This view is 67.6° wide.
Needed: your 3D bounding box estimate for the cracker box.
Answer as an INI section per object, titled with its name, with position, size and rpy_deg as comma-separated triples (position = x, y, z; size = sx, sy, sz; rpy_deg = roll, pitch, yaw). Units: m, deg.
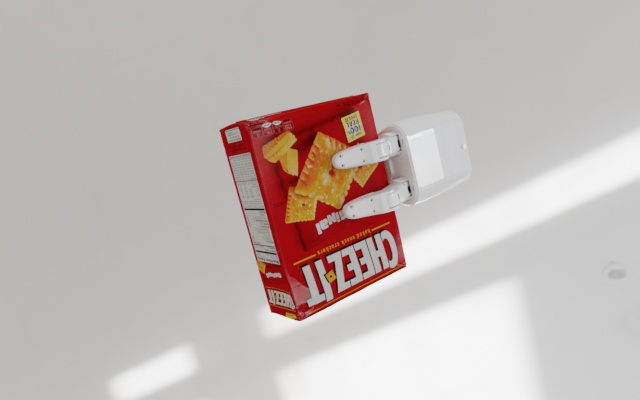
[cracker box]
position = 0.000, 0.002, 0.536
size = 0.164, 0.214, 0.072
rpy_deg = -20, 10, -32
